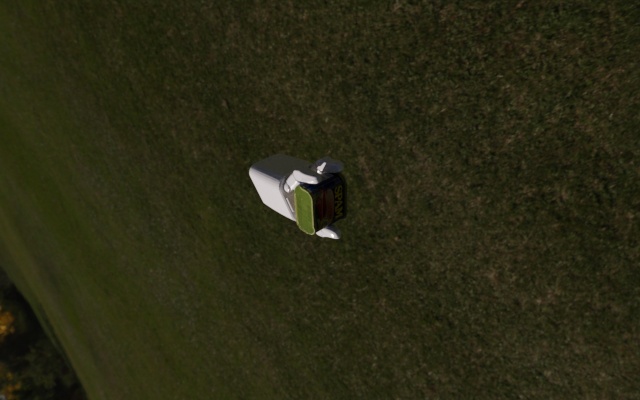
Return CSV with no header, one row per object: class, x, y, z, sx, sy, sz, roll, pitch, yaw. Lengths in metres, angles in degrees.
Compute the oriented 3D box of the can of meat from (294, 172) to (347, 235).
can of meat,0.000,0.003,0.880,0.084,0.102,0.057,-27,39,-34
